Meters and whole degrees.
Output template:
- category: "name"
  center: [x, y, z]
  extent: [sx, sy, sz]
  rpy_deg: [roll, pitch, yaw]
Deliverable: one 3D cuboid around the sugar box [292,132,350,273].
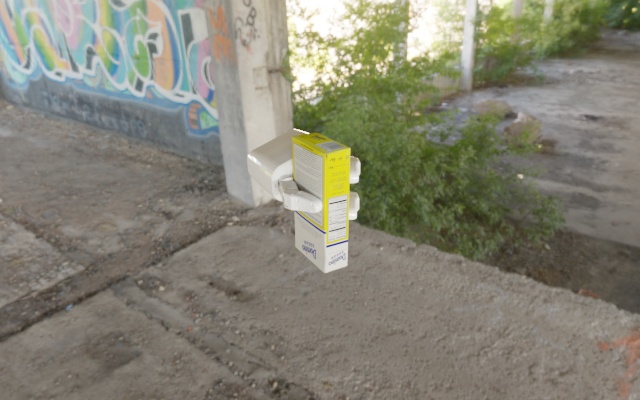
- category: "sugar box"
  center: [0.001, 0.002, 0.671]
  extent: [0.048, 0.176, 0.093]
  rpy_deg: [-15, 28, -26]
